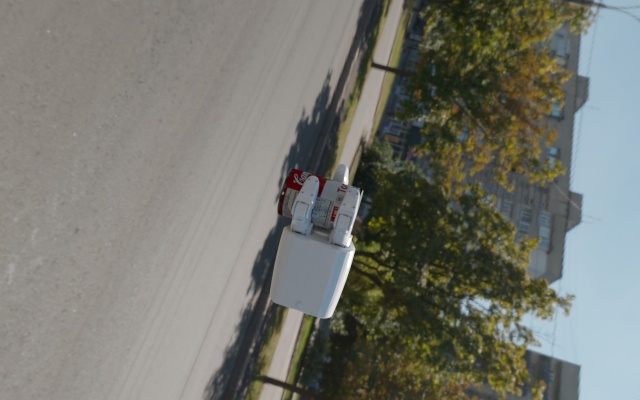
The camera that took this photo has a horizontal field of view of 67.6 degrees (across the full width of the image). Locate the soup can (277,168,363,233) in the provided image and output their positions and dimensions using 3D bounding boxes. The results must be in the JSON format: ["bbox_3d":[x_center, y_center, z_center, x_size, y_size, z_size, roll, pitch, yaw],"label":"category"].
[{"bbox_3d":[0.001,0.002,0.652,0.102,0.068,0.068,17,2,6],"label":"soup can"}]
